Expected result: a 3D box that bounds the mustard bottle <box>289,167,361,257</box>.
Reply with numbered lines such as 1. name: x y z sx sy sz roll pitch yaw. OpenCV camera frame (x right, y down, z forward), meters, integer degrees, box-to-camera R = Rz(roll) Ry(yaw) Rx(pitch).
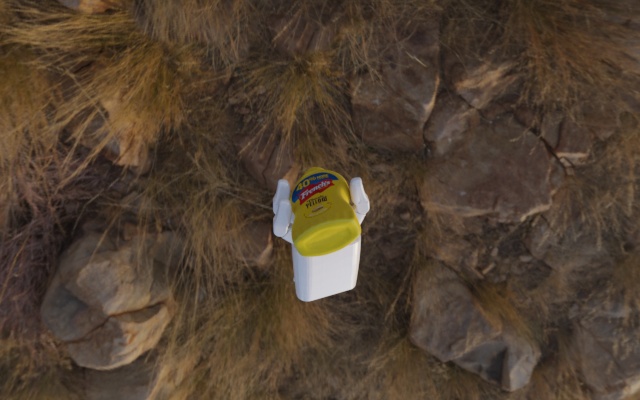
1. mustard bottle: 0.000 0.002 0.737 0.096 0.058 0.191 -23 33 8
